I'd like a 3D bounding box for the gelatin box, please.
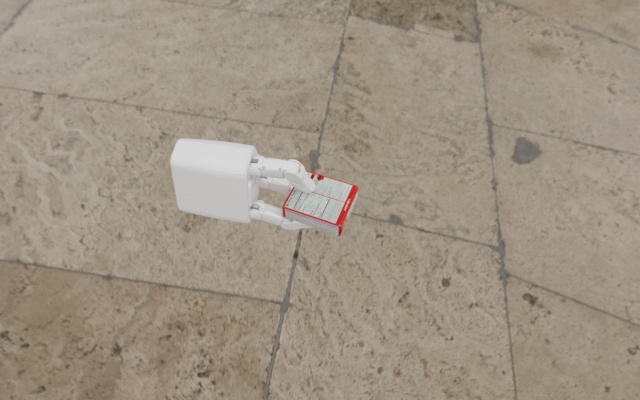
[{"bbox_3d":[0.000,0.002,0.675,0.089,0.073,0.030,17,-33,14],"label":"gelatin box"}]
